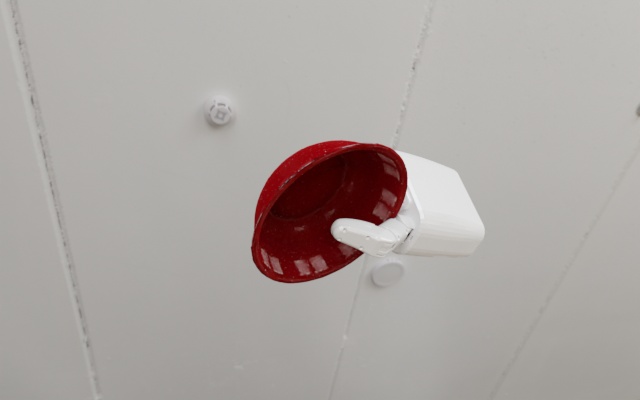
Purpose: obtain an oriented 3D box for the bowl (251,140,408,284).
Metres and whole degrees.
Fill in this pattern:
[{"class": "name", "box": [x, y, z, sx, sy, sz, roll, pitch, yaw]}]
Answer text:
[{"class": "bowl", "box": [-0.001, 0.001, 0.441, 0.162, 0.162, 0.055, 0, 39, -40]}]
